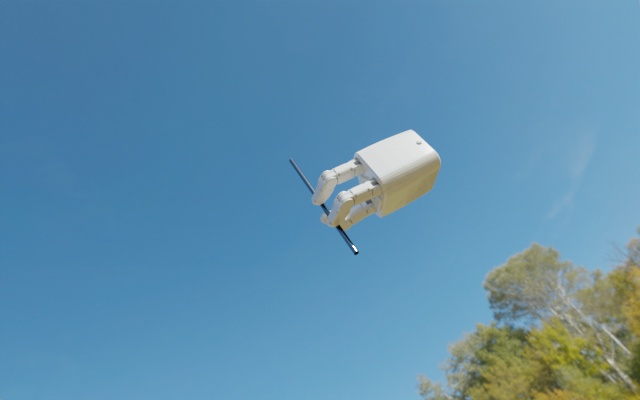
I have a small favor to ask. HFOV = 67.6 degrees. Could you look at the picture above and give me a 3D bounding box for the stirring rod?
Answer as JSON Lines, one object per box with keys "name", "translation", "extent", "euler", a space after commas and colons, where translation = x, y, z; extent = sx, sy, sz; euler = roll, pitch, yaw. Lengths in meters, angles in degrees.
{"name": "stirring rod", "translation": [0.000, 0.003, 0.777], "extent": [0.011, 0.011, 0.239], "euler": [0, 38, -34]}
